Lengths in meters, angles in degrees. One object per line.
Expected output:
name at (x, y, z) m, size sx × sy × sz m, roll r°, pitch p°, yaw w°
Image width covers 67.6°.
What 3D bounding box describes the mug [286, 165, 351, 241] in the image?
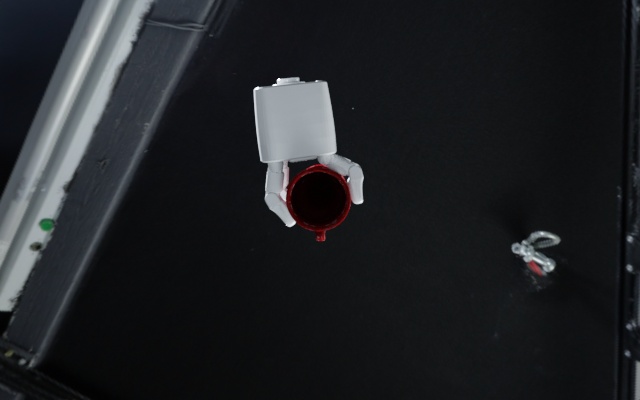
mug at (0.000, 0.004, 0.720) m, size 0.093 × 0.117 × 0.081 m, roll -4°, pitch 12°, yaw 5°
